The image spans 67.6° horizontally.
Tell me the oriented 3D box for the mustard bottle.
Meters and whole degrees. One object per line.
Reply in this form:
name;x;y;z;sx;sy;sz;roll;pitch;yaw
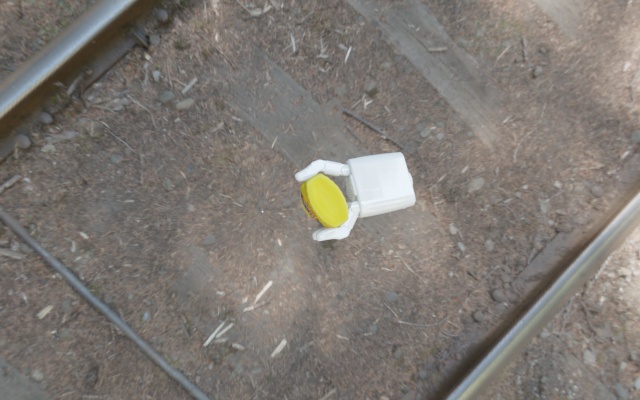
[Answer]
mustard bottle;0.000;0.003;0.894;0.058;0.096;0.191;-34;3;-7
